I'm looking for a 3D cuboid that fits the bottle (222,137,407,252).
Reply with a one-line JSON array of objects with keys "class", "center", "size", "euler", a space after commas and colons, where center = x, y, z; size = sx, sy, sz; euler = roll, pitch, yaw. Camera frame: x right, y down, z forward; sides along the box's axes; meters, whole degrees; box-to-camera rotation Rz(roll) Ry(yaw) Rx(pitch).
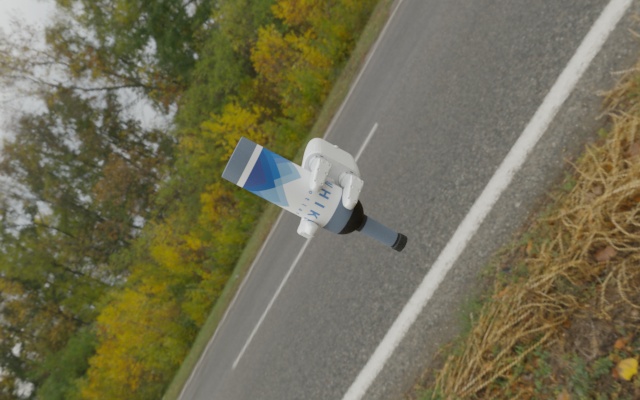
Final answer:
[{"class": "bottle", "center": [0.000, 0.002, 0.720], "size": [0.296, 0.069, 0.069], "euler": [27, -5, -10]}]
